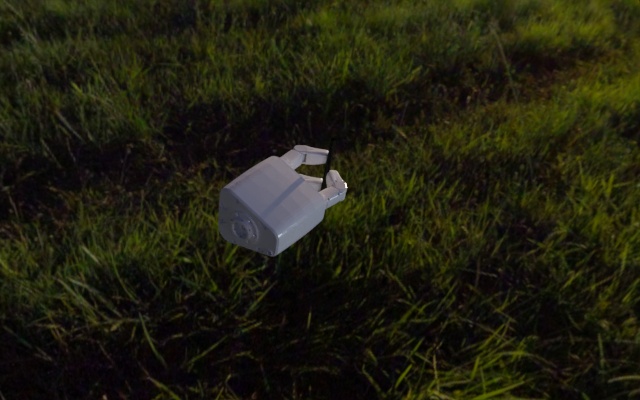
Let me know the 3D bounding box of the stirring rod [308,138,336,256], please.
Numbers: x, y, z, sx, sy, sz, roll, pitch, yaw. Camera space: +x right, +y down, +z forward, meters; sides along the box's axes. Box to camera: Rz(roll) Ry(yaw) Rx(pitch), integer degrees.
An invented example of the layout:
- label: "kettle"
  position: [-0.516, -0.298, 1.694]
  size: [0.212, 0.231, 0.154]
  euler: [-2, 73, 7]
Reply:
- label: "stirring rod"
  position: [0.000, 0.003, 0.782]
  size: [0.011, 0.240, 0.011]
  euler: [7, 38, -6]
